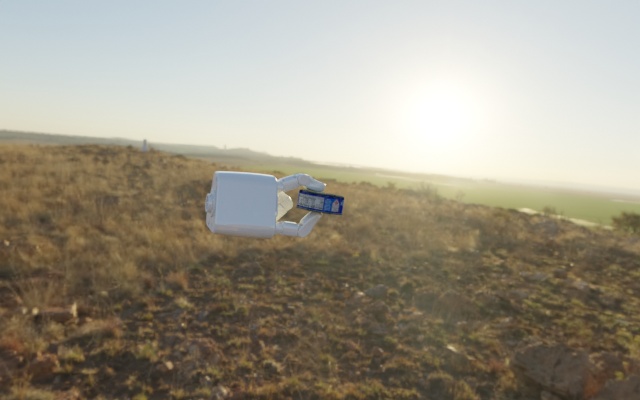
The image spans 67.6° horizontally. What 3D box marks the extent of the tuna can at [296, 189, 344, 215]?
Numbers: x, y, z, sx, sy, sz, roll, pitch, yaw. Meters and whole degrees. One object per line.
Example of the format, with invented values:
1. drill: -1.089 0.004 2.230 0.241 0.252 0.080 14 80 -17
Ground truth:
1. tuna can: 0.000 0.002 0.873 0.086 0.034 0.086 10 3 -1
